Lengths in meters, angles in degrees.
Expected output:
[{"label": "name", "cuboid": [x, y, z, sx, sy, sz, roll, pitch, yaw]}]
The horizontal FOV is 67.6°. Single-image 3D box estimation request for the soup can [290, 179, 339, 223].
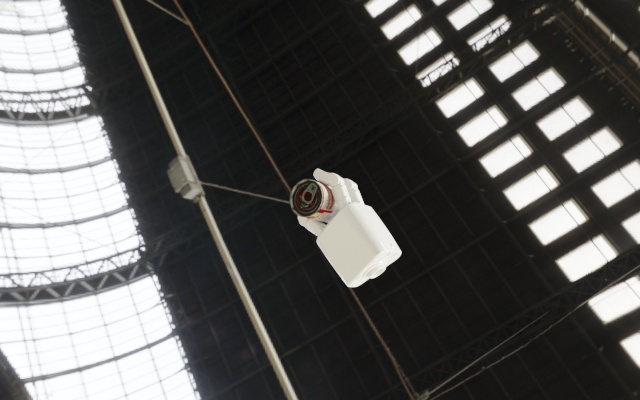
[{"label": "soup can", "cuboid": [0.000, 0.003, 0.874, 0.068, 0.068, 0.102, 0, -8, 31]}]
